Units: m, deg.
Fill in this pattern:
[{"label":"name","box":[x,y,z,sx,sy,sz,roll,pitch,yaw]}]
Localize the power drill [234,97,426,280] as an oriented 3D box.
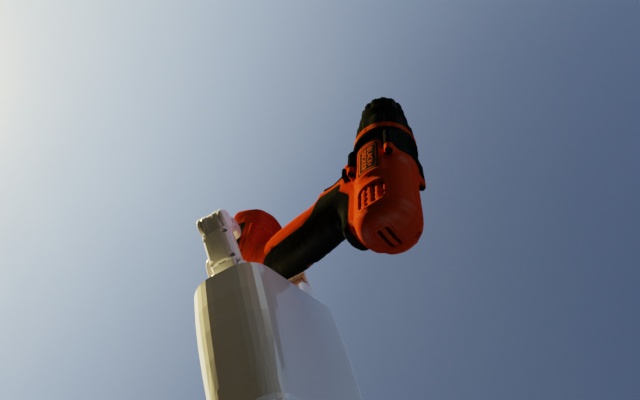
[{"label":"power drill","box":[0.000,0.002,0.407,0.188,0.057,0.184,-35,25,26]}]
